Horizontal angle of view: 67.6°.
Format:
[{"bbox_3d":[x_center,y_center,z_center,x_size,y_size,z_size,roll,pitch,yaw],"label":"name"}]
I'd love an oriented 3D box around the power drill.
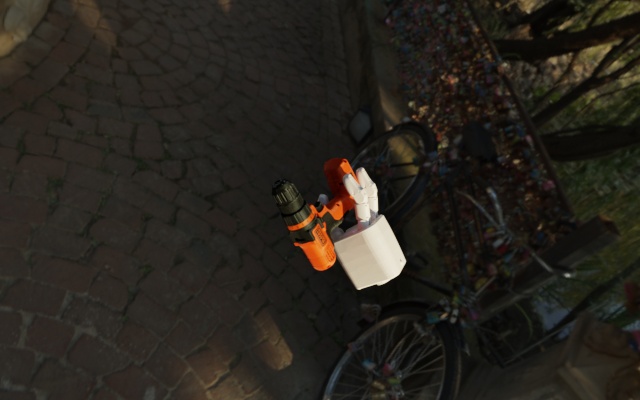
[{"bbox_3d":[0.001,0.003,0.863,0.057,0.184,0.187,-5,33,38],"label":"power drill"}]
